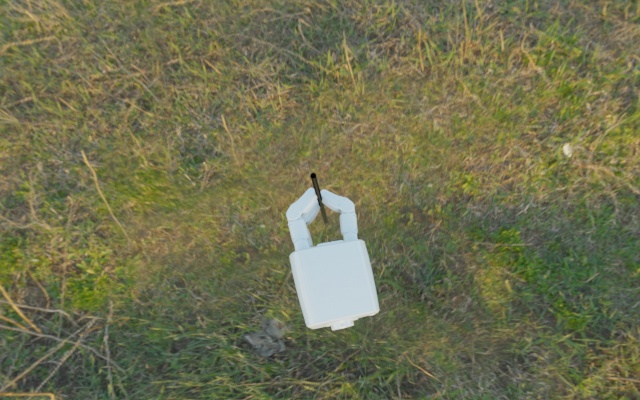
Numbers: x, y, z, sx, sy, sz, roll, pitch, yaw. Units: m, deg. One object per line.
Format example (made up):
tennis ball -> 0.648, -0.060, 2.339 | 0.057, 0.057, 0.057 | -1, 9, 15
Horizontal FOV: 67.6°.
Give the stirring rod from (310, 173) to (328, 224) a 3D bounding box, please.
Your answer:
stirring rod -> 0.000, 0.002, 0.740 | 0.011, 0.011, 0.240 | 0, -17, 5
